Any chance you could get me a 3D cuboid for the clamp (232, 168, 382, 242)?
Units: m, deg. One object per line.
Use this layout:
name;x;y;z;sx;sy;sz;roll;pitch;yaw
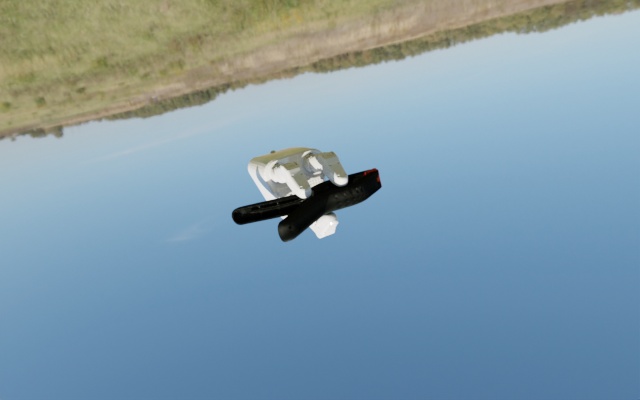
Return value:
clamp;0.001;0.003;0.632;0.210;0.036;0.164;-19;16;-20
